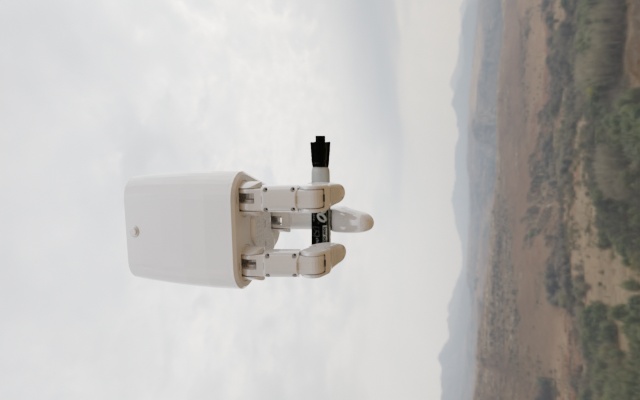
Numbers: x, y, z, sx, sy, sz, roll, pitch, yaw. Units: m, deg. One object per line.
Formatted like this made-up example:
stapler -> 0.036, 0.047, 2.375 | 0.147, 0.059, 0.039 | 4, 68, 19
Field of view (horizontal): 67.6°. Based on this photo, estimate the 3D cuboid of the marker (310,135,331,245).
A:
marker -> 0.000, 0.001, 0.438 | 0.020, 0.121, 0.020 | 0, 7, 0
